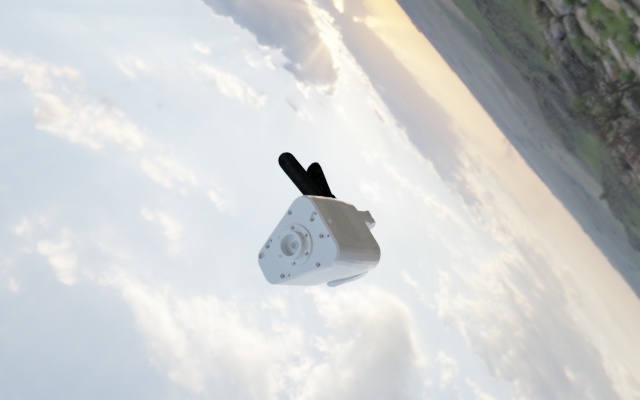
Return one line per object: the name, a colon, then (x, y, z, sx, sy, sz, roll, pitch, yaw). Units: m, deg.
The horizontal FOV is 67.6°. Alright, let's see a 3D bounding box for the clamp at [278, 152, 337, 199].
clamp: (0.000, 0.003, 0.678, 0.039, 0.171, 0.120, -39, -25, 21)
